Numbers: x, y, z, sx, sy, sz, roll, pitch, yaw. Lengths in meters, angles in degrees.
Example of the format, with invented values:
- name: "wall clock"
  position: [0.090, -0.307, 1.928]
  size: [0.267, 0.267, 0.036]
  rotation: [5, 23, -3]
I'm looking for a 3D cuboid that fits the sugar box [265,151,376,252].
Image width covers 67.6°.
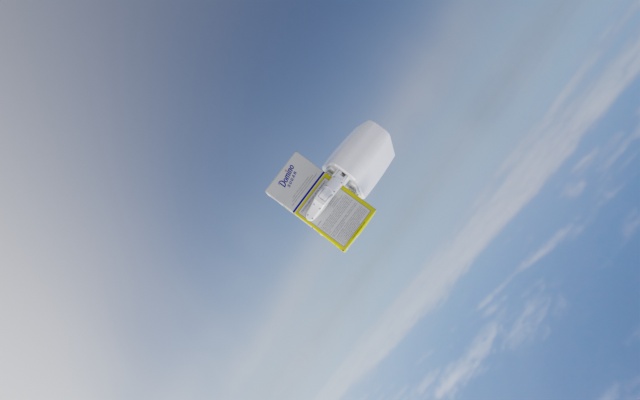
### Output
- name: "sugar box"
  position: [0.000, 0.003, 0.841]
  size: [0.176, 0.093, 0.048]
  rotation: [37, -5, 9]
